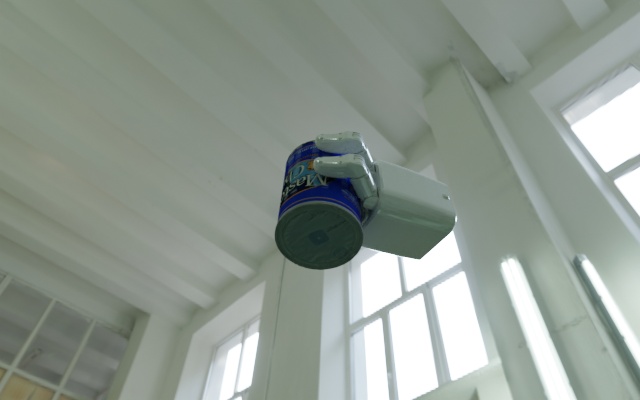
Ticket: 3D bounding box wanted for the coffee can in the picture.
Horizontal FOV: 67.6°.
[{"bbox_3d":[0.000,0.002,0.605,0.103,0.103,0.140,0,38,2],"label":"coffee can"}]
